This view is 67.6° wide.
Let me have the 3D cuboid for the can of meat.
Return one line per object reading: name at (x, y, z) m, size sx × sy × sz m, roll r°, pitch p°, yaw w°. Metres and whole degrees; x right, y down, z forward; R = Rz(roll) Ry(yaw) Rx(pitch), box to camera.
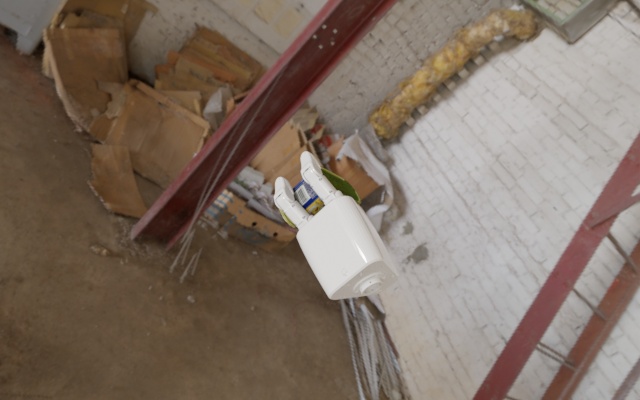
can of meat at (0.000, 0.002, 0.723) m, size 0.084 × 0.057 × 0.102 m, roll -42°, pitch -38°, yaw 21°
